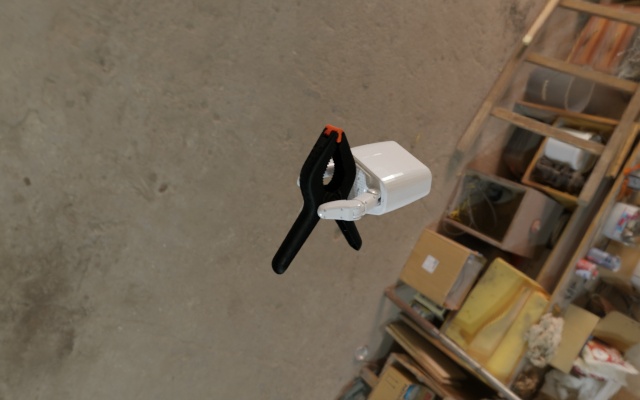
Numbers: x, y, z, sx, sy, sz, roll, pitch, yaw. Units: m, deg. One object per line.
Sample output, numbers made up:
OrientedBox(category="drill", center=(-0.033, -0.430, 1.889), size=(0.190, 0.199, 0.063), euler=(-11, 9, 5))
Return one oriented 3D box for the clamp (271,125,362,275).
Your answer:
OrientedBox(category="clamp", center=(0.001, 0.002, 0.667), size=(0.164, 0.210, 0.036), euler=(-20, 32, -37))
